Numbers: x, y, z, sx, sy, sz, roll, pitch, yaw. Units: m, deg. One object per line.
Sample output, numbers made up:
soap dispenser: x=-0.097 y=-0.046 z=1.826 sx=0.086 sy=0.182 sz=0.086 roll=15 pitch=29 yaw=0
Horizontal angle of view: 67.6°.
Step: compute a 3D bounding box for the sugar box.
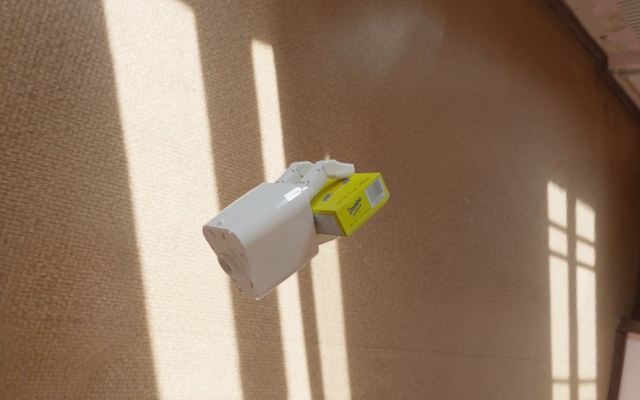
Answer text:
sugar box: x=0.000 y=0.002 z=0.659 sx=0.093 sy=0.048 sz=0.176 roll=-39 pitch=26 yaw=-32
